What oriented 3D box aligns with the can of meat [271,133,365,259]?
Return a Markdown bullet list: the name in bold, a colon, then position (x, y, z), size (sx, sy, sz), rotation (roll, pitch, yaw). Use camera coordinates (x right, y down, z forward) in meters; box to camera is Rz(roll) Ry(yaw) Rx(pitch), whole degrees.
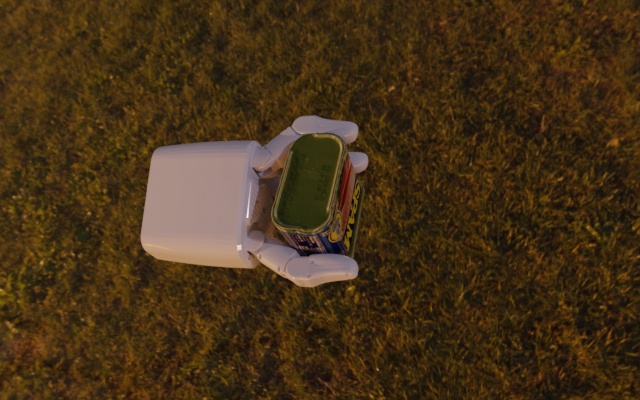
- **can of meat**: position (0.000, 0.001, 0.432), size (0.057, 0.102, 0.084), rotation (4, -27, 18)
